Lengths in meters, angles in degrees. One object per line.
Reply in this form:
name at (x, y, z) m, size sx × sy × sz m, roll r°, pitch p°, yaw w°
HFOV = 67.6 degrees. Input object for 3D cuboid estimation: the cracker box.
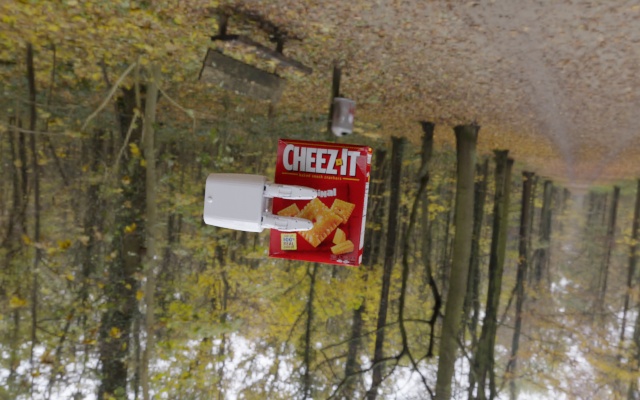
cracker box at (0.000, 0.003, 0.855) m, size 0.164 × 0.214 × 0.072 m, roll 6°, pitch 4°, yaw 10°
